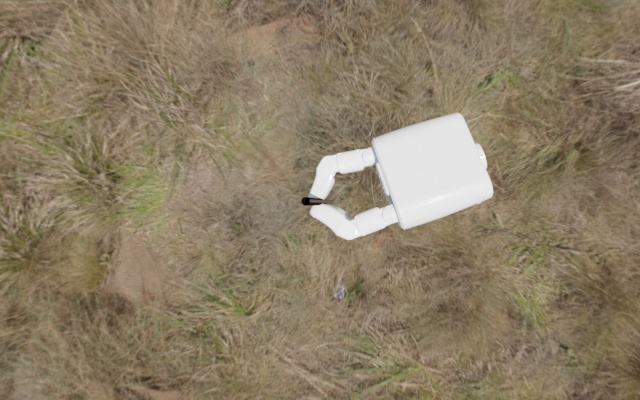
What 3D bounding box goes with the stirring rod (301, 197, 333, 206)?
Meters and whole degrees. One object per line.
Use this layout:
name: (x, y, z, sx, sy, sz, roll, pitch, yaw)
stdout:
stirring rod: (0.000, 0.002, 0.555, 0.011, 0.011, 0.239, 0, -1, 7)
